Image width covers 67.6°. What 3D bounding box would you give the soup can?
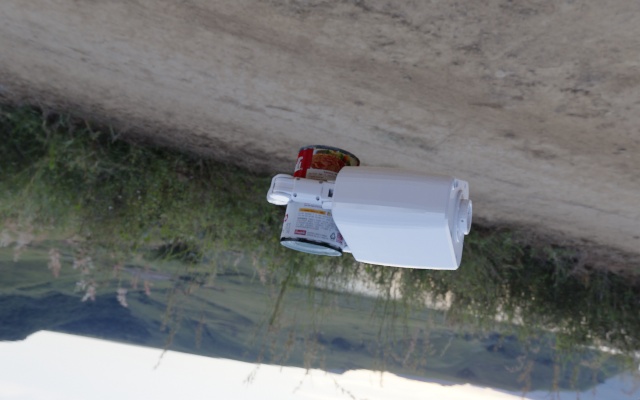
[{"bbox_3d":[0.000,0.002,0.503,0.068,0.102,0.068,10,-14,3],"label":"soup can"}]
